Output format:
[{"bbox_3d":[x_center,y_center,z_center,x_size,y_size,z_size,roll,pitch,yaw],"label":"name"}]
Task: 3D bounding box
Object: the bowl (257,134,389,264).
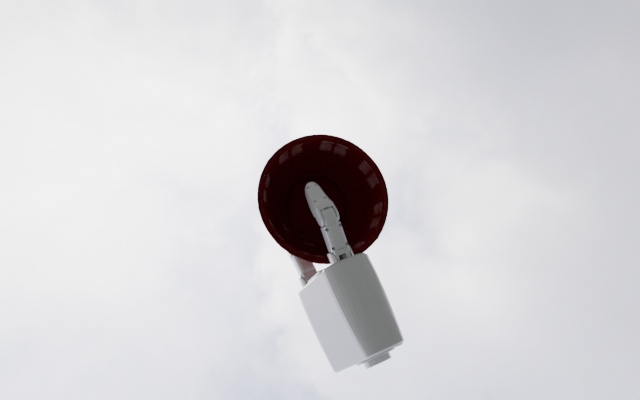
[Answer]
[{"bbox_3d":[0.000,0.001,0.597,0.162,0.162,0.055,0,-14,-12],"label":"bowl"}]
